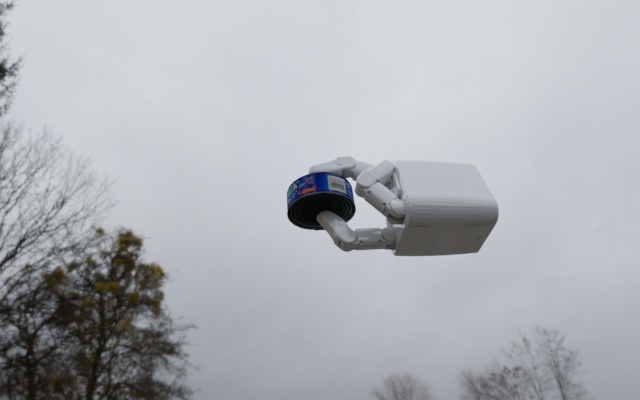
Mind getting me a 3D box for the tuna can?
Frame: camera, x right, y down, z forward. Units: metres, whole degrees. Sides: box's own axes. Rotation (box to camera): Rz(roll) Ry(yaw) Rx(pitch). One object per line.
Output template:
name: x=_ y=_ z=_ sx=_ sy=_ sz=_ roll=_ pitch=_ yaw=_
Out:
tuna can: x=0.000 y=0.001 z=0.599 sx=0.086 sy=0.033 sz=0.086 roll=-4 pitch=-34 yaw=-3
